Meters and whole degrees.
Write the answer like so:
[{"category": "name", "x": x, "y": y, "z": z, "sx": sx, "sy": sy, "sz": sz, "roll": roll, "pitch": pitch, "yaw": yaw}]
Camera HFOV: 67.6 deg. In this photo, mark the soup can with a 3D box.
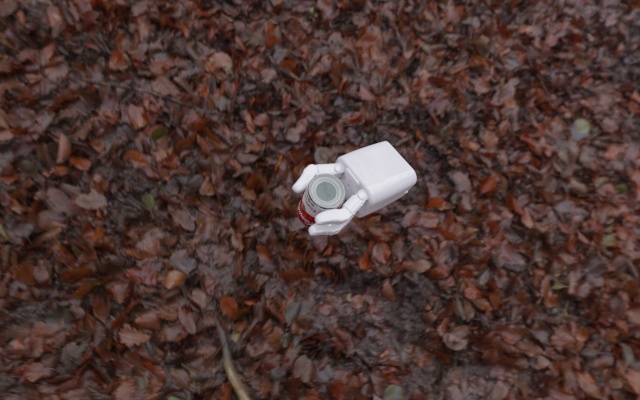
[{"category": "soup can", "x": 0.000, "y": 0.003, "z": 0.851, "sx": 0.068, "sy": 0.068, "sz": 0.102, "roll": 0, "pitch": -22, "yaw": -14}]
